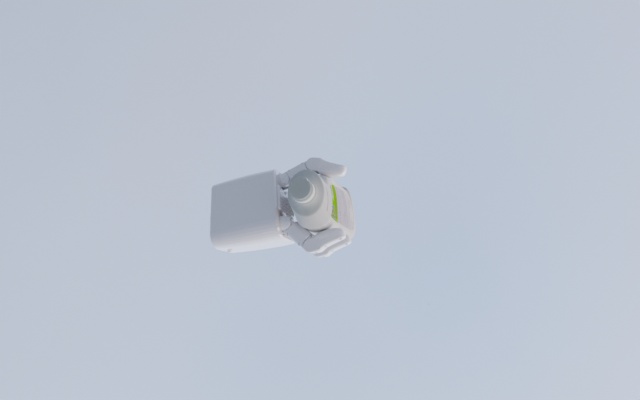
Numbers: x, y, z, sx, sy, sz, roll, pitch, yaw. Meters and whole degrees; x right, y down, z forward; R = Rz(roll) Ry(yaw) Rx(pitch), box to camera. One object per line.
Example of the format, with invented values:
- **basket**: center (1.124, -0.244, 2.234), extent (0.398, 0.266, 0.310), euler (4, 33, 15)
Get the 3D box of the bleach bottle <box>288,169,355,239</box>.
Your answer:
- **bleach bottle**: center (0.000, 0.002, 0.711), extent (0.068, 0.102, 0.251), euler (-11, -14, 10)
